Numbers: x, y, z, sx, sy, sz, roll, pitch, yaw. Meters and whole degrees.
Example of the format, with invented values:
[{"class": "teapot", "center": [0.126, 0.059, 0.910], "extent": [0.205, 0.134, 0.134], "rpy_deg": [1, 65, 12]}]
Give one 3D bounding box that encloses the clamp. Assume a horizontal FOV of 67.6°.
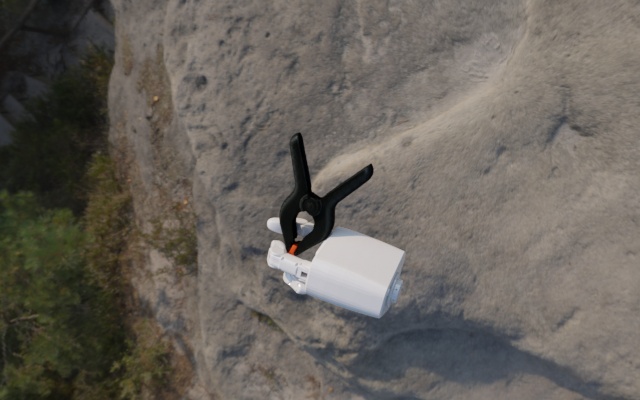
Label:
[{"class": "clamp", "center": [0.000, 0.002, 0.659], "extent": [0.120, 0.171, 0.039], "rpy_deg": [18, 18, 16]}]
